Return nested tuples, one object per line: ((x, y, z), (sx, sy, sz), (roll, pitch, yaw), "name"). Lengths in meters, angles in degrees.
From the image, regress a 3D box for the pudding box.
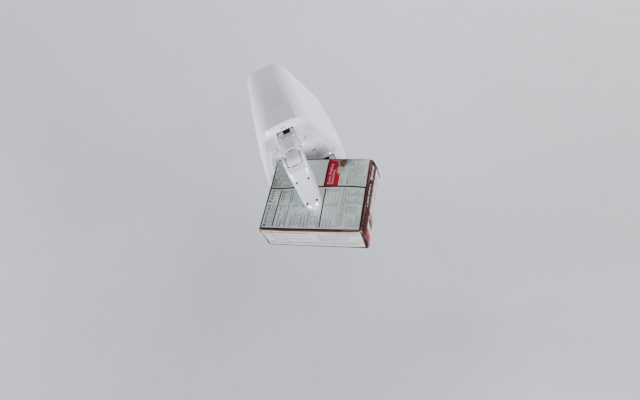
((0.000, 0.002, 0.502), (0.113, 0.090, 0.039), (0, -31, 21), "pudding box")
